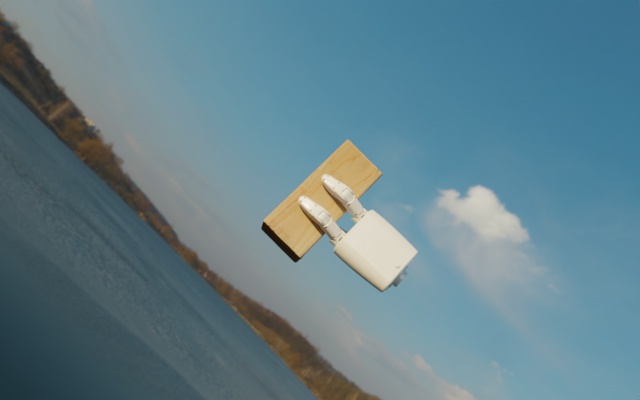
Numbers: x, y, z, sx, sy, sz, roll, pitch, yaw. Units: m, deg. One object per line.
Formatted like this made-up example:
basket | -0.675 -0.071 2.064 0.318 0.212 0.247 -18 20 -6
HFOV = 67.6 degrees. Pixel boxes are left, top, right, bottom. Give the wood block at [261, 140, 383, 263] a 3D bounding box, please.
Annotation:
wood block | 0.000 0.003 0.843 0.206 0.090 0.091 -45 -2 -16
